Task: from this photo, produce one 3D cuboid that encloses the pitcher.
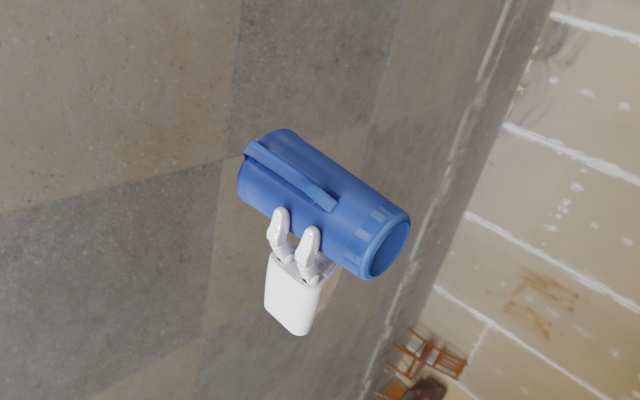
[{"bbox_3d":[0.000,0.002,0.680,0.242,0.145,0.149,34,39,28],"label":"pitcher"}]
